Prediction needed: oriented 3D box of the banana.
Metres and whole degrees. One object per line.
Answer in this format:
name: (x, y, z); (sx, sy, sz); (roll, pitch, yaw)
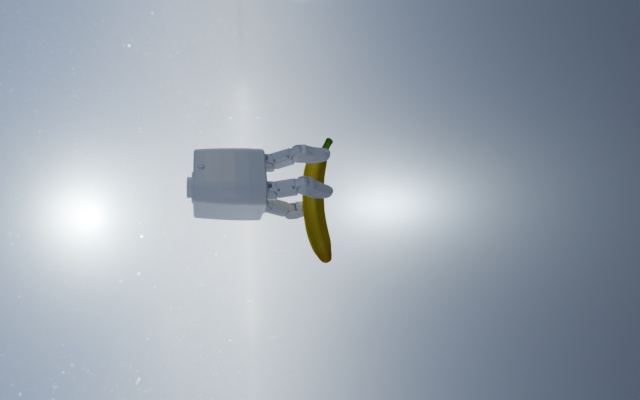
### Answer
banana: (-0.006, 0.003, 0.761); (0.037, 0.197, 0.069); (3, -13, -19)
